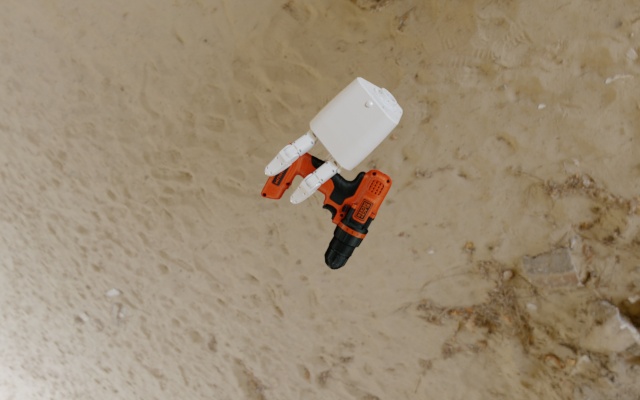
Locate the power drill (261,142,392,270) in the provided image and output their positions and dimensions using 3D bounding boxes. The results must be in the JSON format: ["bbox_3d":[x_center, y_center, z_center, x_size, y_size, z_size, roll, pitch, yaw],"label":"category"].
[{"bbox_3d":[0.000,0.002,0.794,0.187,0.184,0.057,28,9,-3],"label":"power drill"}]
